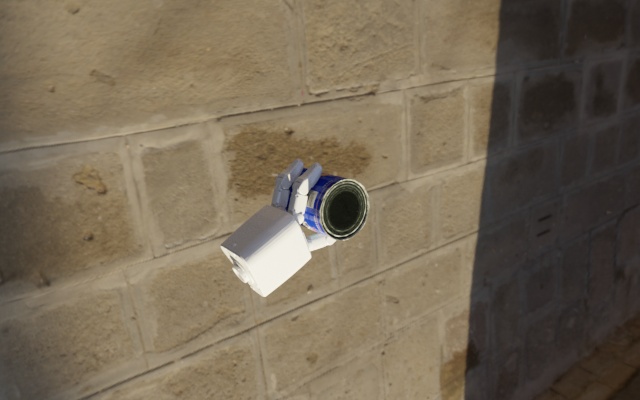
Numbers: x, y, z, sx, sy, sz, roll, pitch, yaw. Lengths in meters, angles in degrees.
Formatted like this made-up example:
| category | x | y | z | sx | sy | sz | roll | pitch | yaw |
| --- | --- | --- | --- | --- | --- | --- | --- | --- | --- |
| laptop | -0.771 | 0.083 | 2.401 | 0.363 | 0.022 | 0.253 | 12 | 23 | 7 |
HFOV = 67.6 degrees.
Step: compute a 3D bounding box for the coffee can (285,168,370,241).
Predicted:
| category | x | y | z | sx | sy | sz | roll | pitch | yaw |
| --- | --- | --- | --- | --- | --- | --- | --- | --- | --- |
| coffee can | 0.000 | 0.003 | 0.822 | 0.103 | 0.103 | 0.140 | 0 | 10 | -36 |
